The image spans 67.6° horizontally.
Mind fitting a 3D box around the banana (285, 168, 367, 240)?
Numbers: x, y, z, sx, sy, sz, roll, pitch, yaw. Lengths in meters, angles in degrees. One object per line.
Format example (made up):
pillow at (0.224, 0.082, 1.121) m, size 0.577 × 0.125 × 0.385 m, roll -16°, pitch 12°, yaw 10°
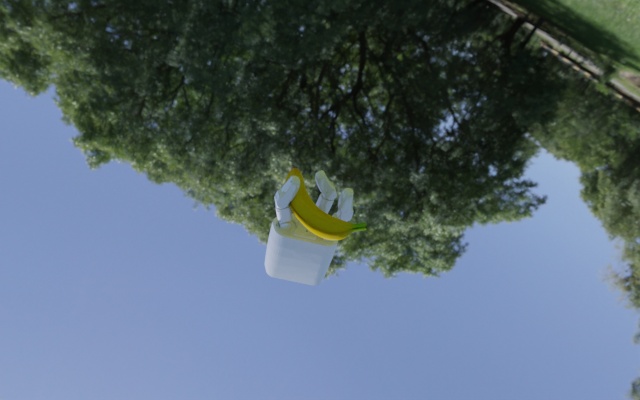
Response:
banana at (-0.013, 0.011, 0.784) m, size 0.069 × 0.037 × 0.197 m, roll -23°, pitch 46°, yaw -30°
